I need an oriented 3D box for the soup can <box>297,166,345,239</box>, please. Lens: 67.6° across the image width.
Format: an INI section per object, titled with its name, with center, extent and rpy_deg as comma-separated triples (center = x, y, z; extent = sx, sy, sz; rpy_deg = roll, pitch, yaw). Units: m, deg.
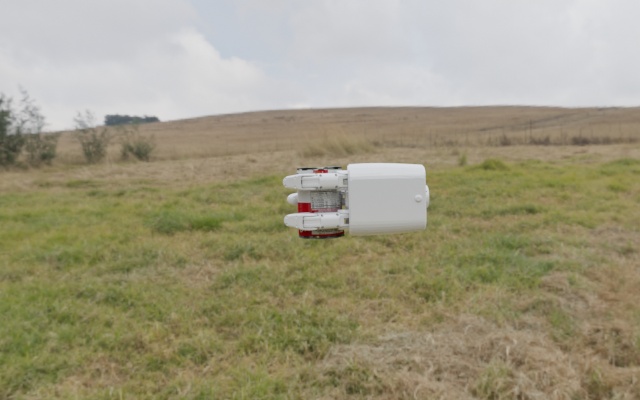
[soup can]
center = 0.000, 0.002, 0.699
extent = 0.068, 0.102, 0.068
rpy_deg = -2, 3, 0
